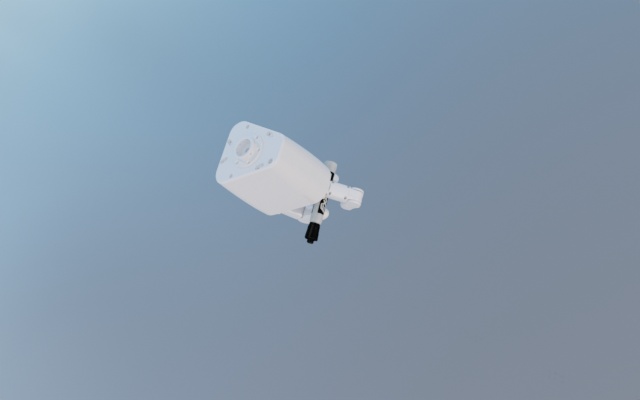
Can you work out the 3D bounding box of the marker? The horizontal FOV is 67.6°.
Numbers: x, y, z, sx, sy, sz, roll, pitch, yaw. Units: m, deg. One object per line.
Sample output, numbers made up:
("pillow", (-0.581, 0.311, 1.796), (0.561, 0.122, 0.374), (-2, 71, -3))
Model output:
("marker", (0.000, 0.002, 0.668), (0.020, 0.121, 0.020), (14, -17, 4))
